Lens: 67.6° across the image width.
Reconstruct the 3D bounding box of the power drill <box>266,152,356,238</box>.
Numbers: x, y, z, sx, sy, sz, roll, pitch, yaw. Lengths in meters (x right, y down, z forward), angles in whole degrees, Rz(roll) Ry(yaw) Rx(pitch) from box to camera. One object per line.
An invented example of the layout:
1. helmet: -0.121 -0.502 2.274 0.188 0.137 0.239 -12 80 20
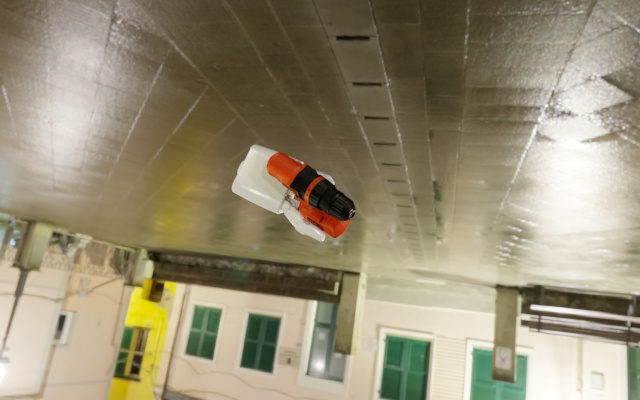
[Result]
1. power drill: 0.000 0.003 0.860 0.184 0.057 0.188 37 -12 25
